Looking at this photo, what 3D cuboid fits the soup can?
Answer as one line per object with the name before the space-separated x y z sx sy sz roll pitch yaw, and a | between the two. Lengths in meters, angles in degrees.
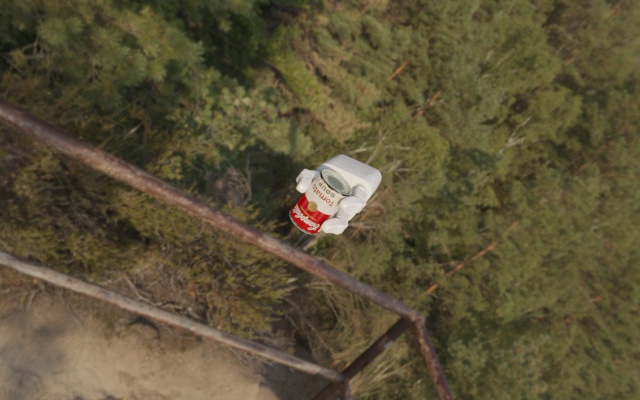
soup can | 0.000 0.003 0.846 0.068 0.068 0.102 0 -44 -52
